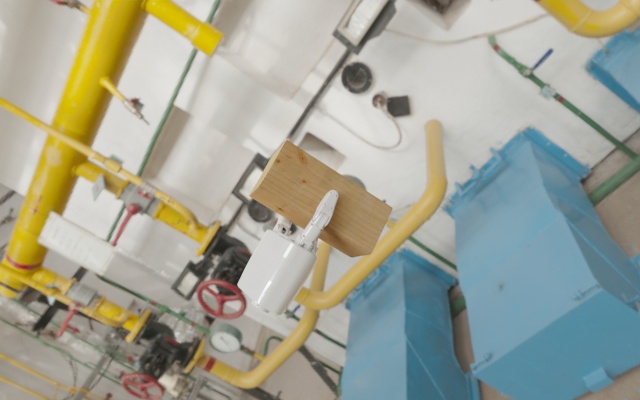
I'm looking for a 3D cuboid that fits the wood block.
[{"bbox_3d":[0.000,0.003,0.784,0.206,0.090,0.091,32,-18,-12],"label":"wood block"}]
